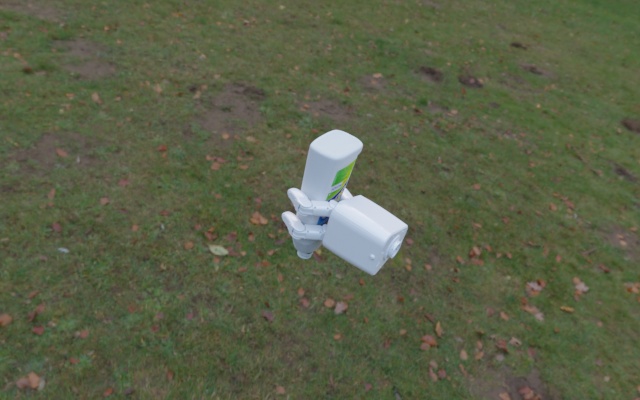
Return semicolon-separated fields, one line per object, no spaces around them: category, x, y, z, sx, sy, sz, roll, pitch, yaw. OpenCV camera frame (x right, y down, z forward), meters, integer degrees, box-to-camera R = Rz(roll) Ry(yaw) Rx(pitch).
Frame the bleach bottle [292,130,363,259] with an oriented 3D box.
bleach bottle;0.000;0.003;0.869;0.068;0.251;0.102;31;38;20
